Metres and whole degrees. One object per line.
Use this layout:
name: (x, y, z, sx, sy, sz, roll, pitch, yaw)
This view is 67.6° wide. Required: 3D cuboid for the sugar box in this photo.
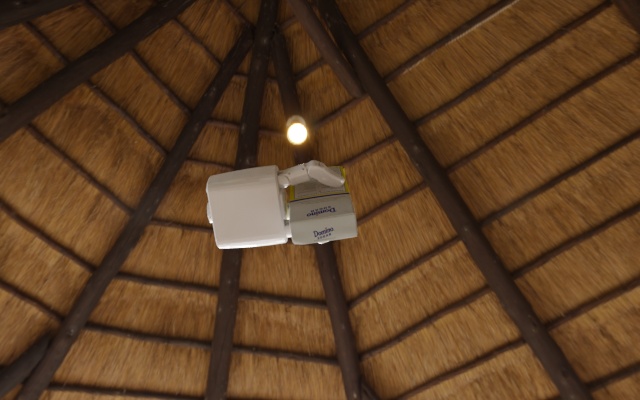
sugar box: (0.000, 0.003, 0.729, 0.093, 0.048, 0.176, -8, 28, 1)
